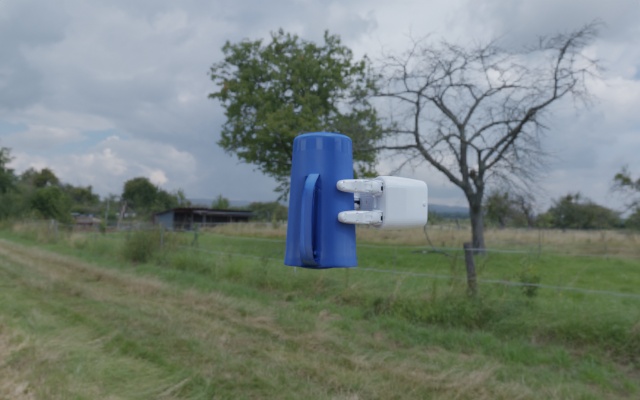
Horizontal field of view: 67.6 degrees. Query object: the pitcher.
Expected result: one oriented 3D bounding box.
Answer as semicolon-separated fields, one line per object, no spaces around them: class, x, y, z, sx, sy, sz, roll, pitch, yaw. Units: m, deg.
pitcher;0.000;0.003;0.863;0.145;0.243;0.149;2;-3;-29
